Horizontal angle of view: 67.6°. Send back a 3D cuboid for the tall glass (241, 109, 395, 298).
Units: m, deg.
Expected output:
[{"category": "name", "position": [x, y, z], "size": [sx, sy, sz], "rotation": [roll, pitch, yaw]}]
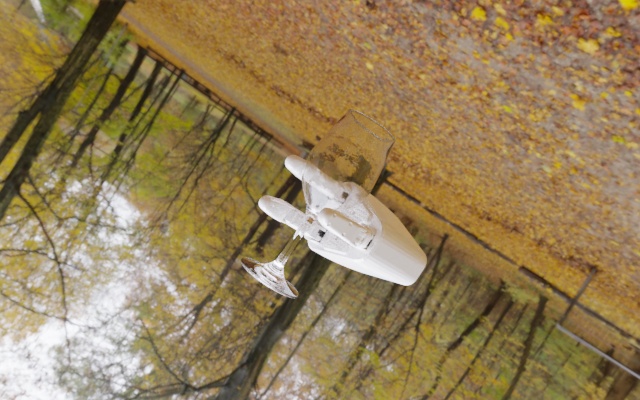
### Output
[{"category": "tall glass", "position": [0.000, 0.002, 0.516], "size": [0.079, 0.201, 0.079], "rotation": [34, 1, -1]}]
